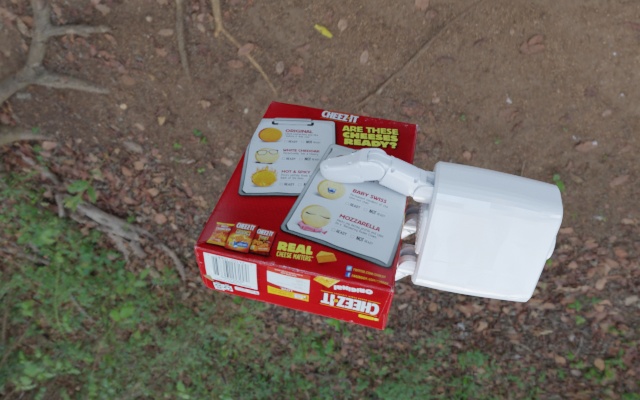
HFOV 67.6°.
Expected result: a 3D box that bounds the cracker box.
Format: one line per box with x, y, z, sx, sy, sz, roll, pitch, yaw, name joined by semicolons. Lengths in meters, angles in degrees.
0.000;0.002;0.462;0.164;0.072;0.213;11;46;7;cracker box
